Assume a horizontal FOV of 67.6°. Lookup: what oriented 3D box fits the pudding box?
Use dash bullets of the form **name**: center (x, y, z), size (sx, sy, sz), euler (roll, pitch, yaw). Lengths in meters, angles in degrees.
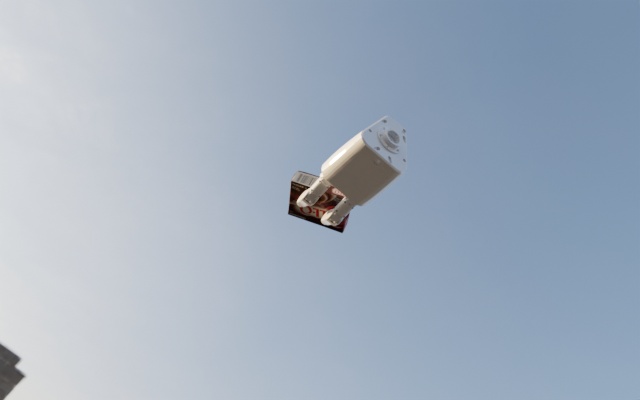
- **pudding box**: center (0.000, 0.003, 0.865), size (0.113, 0.090, 0.039), euler (20, 46, 10)
